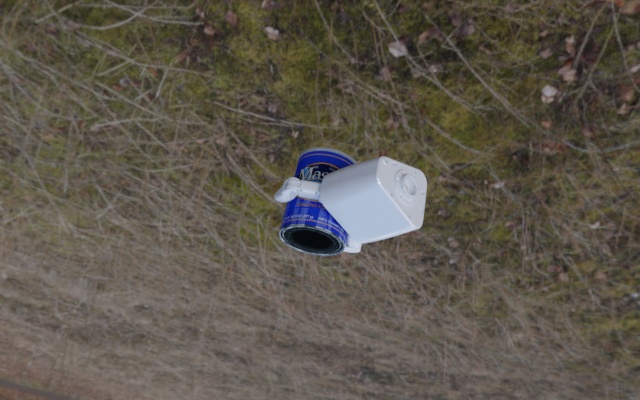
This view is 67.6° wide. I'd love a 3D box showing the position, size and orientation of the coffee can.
[{"bbox_3d":[0.000,0.002,0.751,0.103,0.140,0.103,10,-28,5],"label":"coffee can"}]
